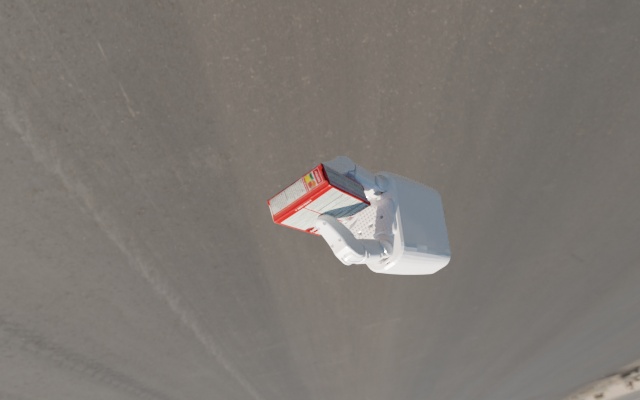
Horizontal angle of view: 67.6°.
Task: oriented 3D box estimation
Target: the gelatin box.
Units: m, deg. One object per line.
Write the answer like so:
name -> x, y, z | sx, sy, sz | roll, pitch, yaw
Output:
gelatin box -> 0.000, 0.002, 0.503 | 0.073, 0.030, 0.089 | -33, -28, 23
